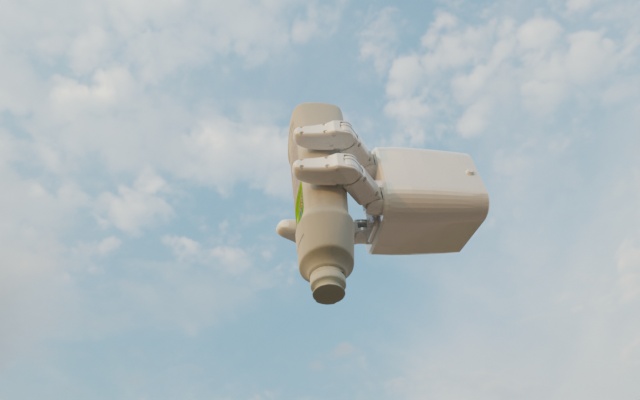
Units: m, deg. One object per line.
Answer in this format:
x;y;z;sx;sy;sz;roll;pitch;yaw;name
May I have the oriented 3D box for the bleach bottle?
0.000;0.002;0.498;0.068;0.103;0.250;1;42;-5;bleach bottle
